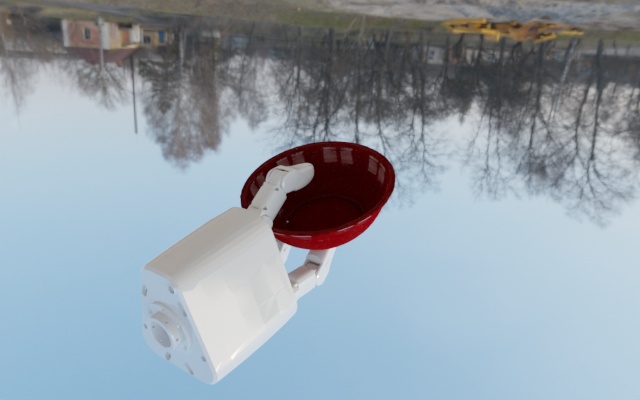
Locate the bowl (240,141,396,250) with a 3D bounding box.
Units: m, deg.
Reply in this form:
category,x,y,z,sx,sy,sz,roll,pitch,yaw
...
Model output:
category,x,y,z,sx,sy,sz,roll,pitch,yaw
bowl,0.001,0.001,0.509,0.162,0.055,0.162,-7,38,6
